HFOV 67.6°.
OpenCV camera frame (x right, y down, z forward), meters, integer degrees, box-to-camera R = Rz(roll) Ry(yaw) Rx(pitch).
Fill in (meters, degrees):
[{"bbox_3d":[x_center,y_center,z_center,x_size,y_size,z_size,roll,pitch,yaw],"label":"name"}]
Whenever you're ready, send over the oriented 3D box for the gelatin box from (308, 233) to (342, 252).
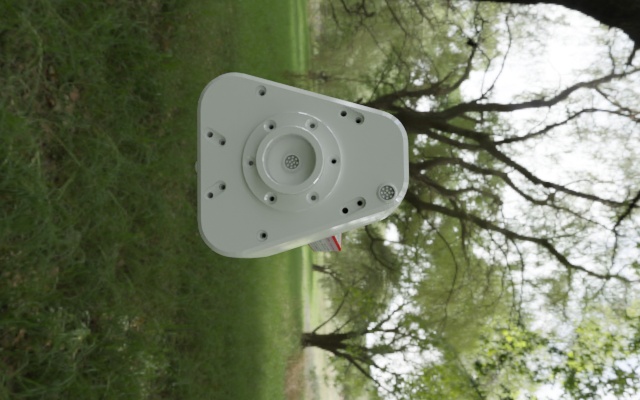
[{"bbox_3d":[0.001,0.001,0.415,0.030,0.073,0.089,-2,-16,8],"label":"gelatin box"}]
